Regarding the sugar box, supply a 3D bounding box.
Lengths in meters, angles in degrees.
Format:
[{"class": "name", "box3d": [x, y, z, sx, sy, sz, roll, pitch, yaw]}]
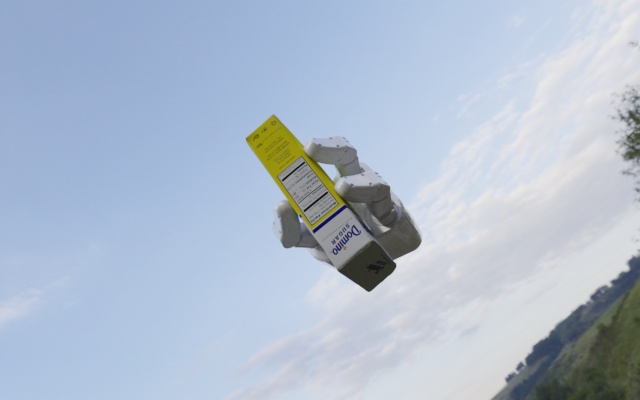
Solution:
[{"class": "sugar box", "box3d": [0.000, 0.001, 0.466, 0.176, 0.048, 0.093, 50, 3, 30]}]
